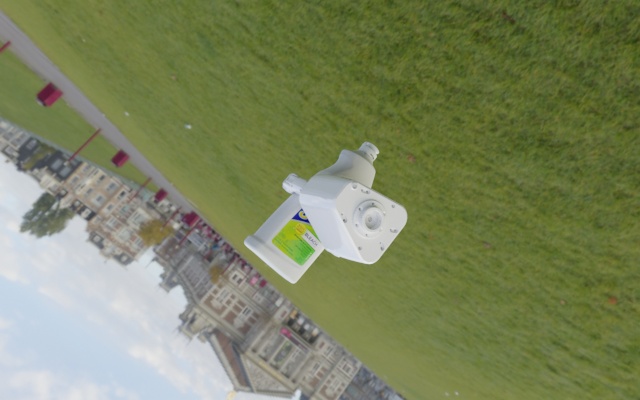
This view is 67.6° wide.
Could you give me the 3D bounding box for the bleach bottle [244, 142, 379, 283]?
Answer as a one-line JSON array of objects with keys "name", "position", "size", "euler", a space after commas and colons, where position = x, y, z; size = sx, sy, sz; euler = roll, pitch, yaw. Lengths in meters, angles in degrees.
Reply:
[{"name": "bleach bottle", "position": [0.000, 0.003, 0.749], "size": [0.102, 0.251, 0.068], "euler": [44, -13, -20]}]
